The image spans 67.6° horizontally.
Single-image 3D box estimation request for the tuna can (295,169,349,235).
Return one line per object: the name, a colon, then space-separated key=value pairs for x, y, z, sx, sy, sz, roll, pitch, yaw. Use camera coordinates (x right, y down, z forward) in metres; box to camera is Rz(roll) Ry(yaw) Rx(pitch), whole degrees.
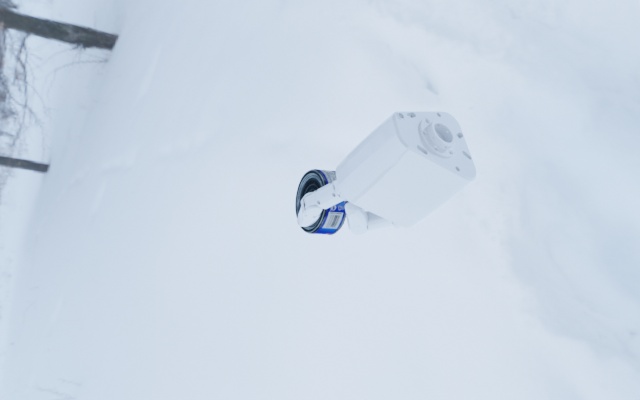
tuna can: x=0.000 y=0.002 z=0.626 sx=0.034 sy=0.086 sz=0.086 roll=5 pitch=-2 yaw=-30
